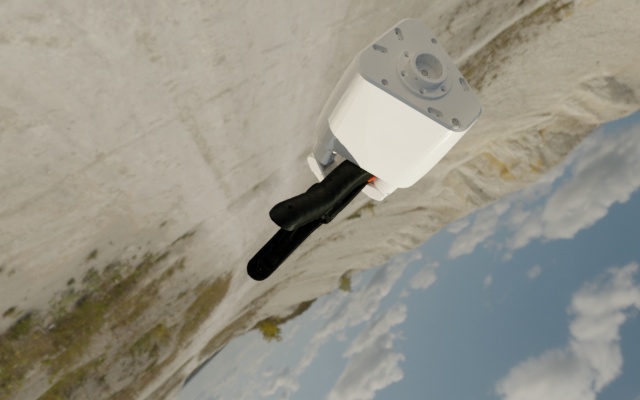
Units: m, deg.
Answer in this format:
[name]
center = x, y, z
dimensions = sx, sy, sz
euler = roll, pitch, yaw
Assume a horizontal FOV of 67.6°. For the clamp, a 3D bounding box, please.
[clamp]
center = 0.001, 0.002, 0.456
dimensions = 0.171, 0.039, 0.120
euler = -43, -5, -27
